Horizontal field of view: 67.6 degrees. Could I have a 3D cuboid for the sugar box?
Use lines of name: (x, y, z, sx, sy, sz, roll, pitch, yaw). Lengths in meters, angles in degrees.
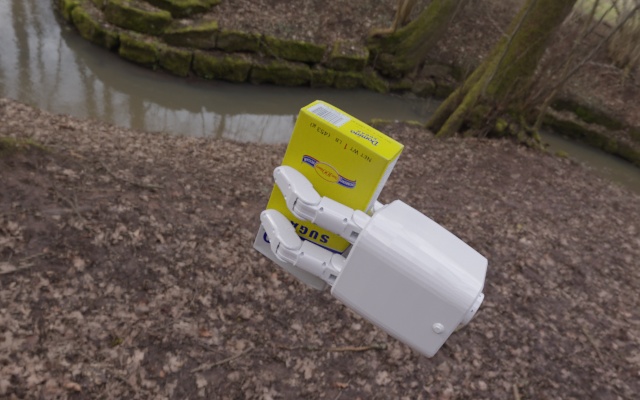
sugar box: (0.000, 0.002, 0.466, 0.093, 0.176, 0.048, 32, 34, 13)
